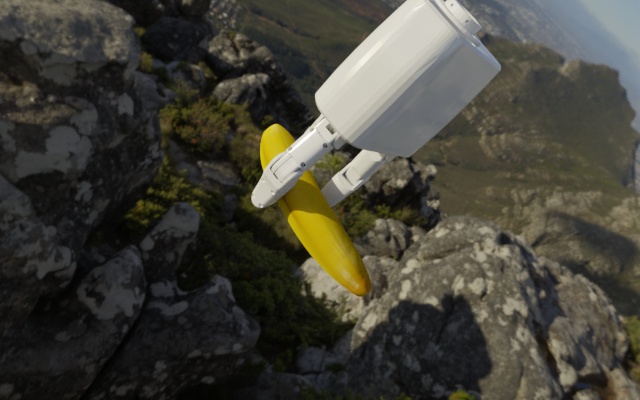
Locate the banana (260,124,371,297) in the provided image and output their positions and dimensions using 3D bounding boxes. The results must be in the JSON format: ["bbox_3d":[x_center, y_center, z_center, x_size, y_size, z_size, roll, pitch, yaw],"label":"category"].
[{"bbox_3d":[-0.013,-0.005,0.428,0.037,0.197,0.069,-40,-32,24],"label":"banana"}]
